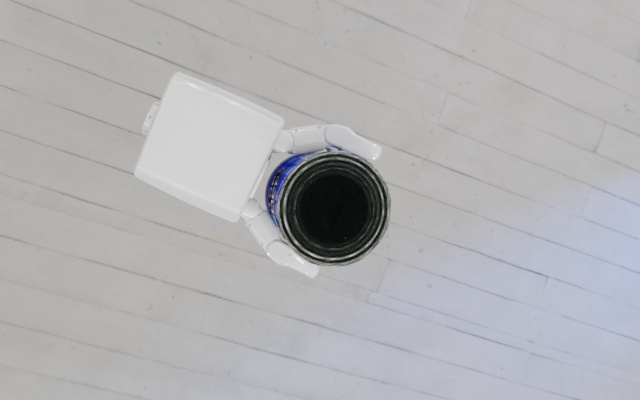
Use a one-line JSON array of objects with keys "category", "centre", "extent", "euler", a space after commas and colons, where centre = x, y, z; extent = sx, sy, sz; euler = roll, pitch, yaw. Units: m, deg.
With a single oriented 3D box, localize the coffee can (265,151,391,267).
[{"category": "coffee can", "centre": [0.000, 0.002, 0.482], "extent": [0.103, 0.103, 0.140], "euler": [0, 5, -11]}]
